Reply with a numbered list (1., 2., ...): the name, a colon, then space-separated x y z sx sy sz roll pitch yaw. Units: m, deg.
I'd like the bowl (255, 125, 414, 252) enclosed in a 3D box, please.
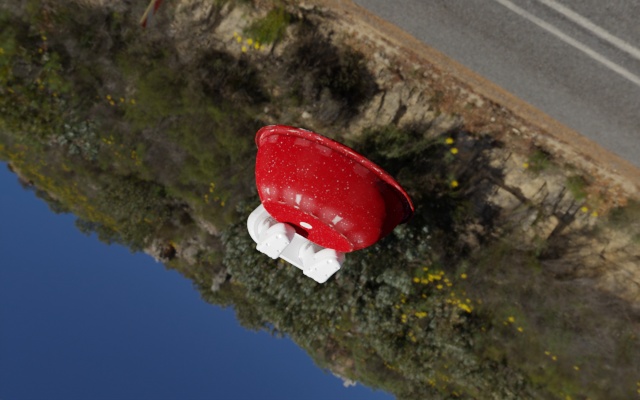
1. bowl: 0.000 0.001 0.433 0.162 0.055 0.162 26 -17 9
